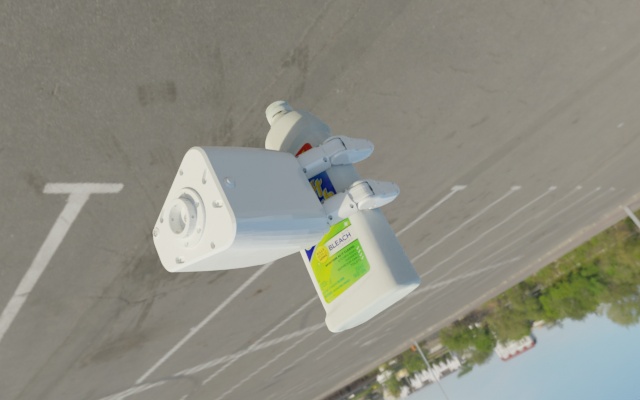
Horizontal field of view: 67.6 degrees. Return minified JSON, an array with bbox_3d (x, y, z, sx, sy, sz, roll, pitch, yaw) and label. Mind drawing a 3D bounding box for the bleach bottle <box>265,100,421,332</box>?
[{"bbox_3d":[0.000,0.002,0.505,0.102,0.250,0.068,-42,-26,30],"label":"bleach bottle"}]
